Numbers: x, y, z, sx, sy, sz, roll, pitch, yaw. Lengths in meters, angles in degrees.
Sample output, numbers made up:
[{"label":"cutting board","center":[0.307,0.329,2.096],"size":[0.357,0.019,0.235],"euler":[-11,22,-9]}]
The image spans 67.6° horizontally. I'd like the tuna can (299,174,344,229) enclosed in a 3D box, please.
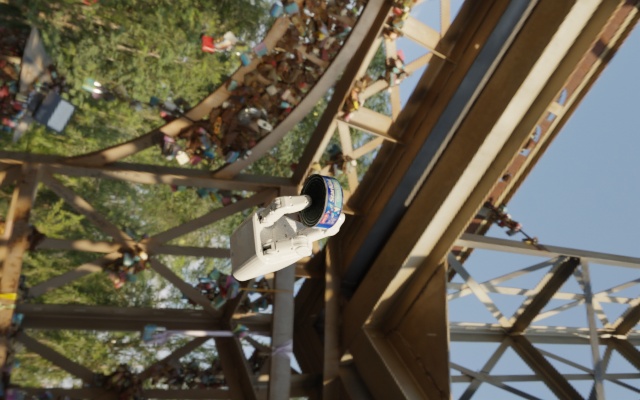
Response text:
[{"label":"tuna can","center":[0.001,0.003,0.751],"size":[0.034,0.086,0.086],"euler":[9,-5,-30]}]
